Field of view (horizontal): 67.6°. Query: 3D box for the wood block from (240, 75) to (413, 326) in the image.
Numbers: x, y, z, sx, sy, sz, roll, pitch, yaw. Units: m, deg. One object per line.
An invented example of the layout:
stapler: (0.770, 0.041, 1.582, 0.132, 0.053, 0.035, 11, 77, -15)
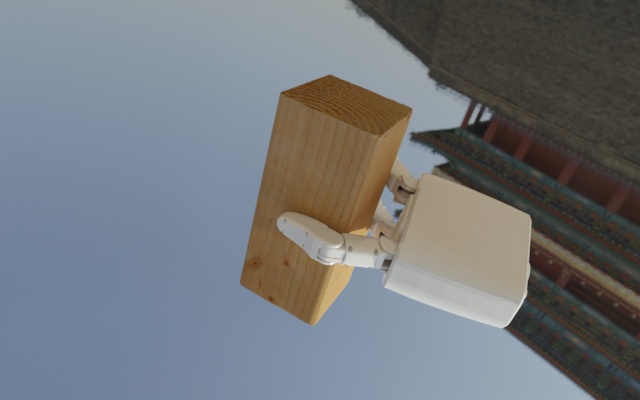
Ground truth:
wood block: (0.000, 0.002, 0.448, 0.090, 0.206, 0.090, 27, 33, 16)
